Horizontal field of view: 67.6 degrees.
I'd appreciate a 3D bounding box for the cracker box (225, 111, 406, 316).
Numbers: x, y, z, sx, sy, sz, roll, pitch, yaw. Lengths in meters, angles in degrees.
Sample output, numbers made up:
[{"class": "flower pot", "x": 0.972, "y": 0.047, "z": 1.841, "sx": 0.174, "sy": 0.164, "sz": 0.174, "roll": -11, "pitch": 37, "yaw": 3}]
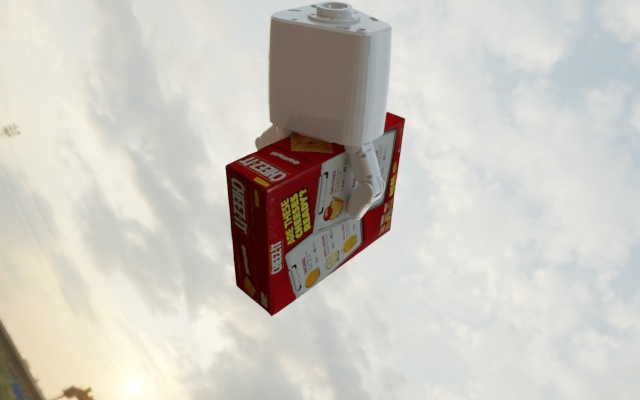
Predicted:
[{"class": "cracker box", "x": 0.000, "y": 0.002, "z": 0.538, "sx": 0.072, "sy": 0.164, "sz": 0.213, "roll": 30, "pitch": 43, "yaw": 34}]
